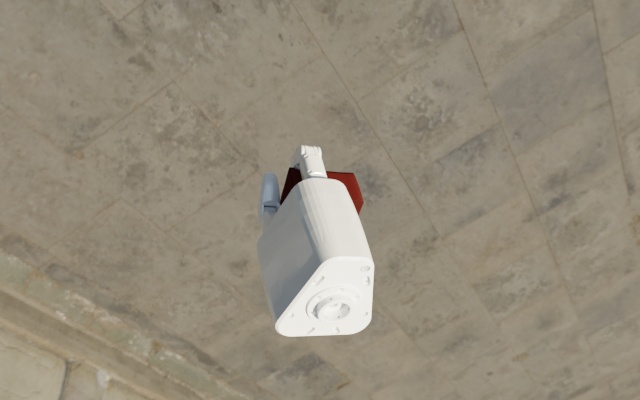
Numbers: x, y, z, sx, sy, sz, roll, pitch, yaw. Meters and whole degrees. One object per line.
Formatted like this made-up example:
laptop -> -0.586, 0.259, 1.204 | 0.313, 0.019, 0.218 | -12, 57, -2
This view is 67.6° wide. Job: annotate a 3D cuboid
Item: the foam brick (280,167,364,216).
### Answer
foam brick -> 0.000, 0.002, 0.526 | 0.078, 0.053, 0.051 | 3, 40, -19
